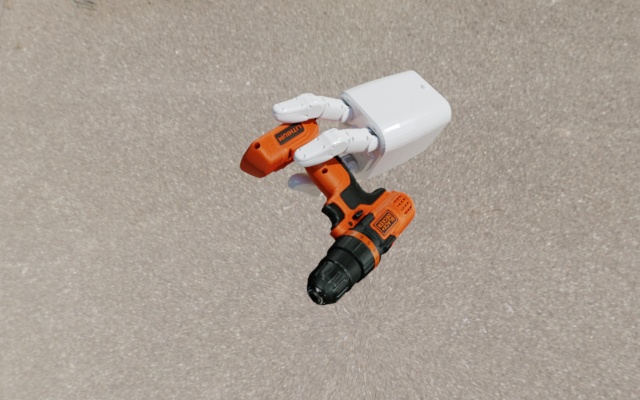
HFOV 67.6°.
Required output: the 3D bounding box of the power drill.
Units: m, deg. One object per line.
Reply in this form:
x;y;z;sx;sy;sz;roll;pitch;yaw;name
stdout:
0.000;0.001;0.532;0.184;0.187;0.057;-40;-4;-41;power drill
